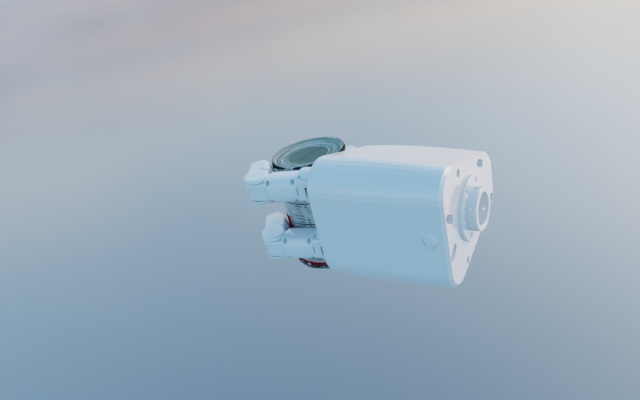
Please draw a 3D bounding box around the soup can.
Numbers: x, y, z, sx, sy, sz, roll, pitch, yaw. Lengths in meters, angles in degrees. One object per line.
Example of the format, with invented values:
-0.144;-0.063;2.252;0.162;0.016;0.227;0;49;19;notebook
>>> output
0.000;0.001;0.436;0.068;0.102;0.068;-12;26;6;soup can
